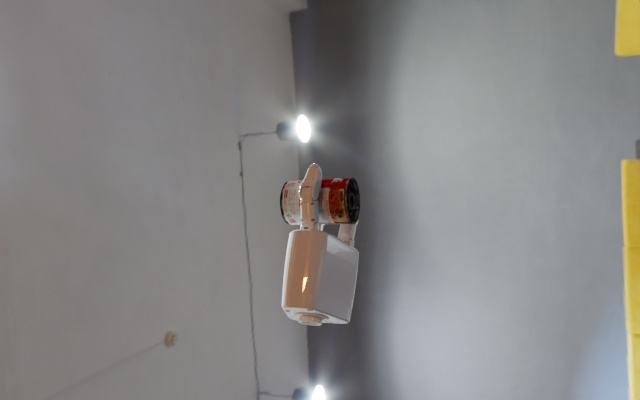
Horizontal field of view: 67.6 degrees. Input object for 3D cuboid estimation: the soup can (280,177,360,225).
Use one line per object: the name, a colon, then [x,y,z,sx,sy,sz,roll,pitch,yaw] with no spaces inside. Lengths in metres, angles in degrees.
soup can: [0.000,0.002,0.700,0.102,0.068,0.068,-2,-1,21]
